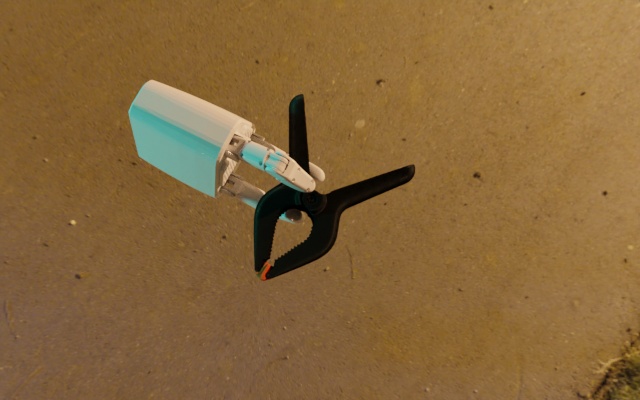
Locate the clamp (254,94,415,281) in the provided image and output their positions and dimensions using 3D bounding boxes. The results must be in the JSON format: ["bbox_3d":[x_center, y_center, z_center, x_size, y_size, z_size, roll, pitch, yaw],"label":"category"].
[{"bbox_3d":[0.000,0.002,0.529,0.164,0.210,0.036,26,-13,2],"label":"clamp"}]
